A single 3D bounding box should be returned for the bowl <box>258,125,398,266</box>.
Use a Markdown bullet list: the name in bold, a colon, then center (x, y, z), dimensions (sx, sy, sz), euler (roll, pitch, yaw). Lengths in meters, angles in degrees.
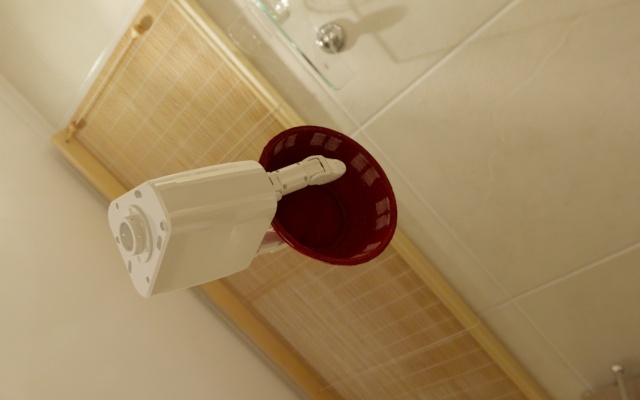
- **bowl**: center (0.001, 0.002, 0.509), dimensions (0.162, 0.162, 0.055), euler (0, -27, -29)
